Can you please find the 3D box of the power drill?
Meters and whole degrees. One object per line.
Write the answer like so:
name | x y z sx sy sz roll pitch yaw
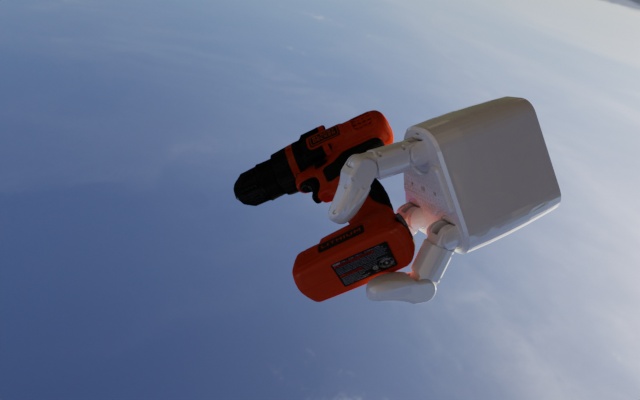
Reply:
power drill | 0.000 0.002 0.465 0.184 0.187 0.057 -25 -47 10
